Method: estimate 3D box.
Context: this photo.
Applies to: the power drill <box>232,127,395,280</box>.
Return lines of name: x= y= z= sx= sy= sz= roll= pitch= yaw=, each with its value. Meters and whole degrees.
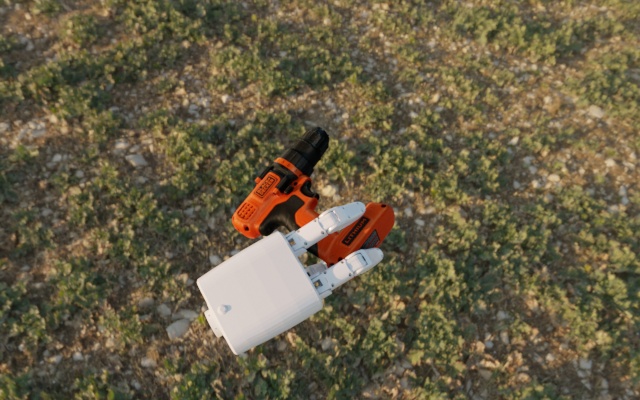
power drill: x=0.000 y=0.002 z=0.622 sx=0.187 sy=0.184 sz=0.057 roll=30 pitch=-14 yaw=31
